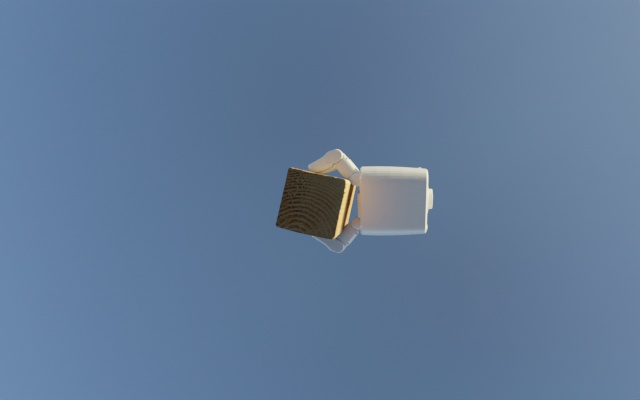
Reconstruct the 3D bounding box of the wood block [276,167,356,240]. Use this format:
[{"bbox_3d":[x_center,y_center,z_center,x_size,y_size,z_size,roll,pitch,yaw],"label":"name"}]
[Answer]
[{"bbox_3d":[0.000,0.003,0.783,0.090,0.091,0.206,13,2,8],"label":"wood block"}]
